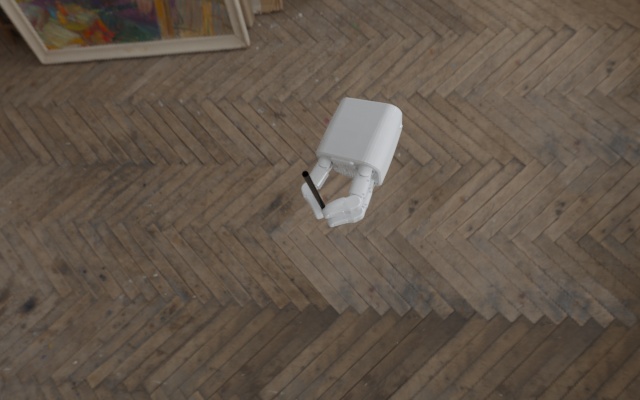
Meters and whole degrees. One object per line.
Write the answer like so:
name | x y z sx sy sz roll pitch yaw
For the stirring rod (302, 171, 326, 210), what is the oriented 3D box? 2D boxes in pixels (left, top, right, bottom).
stirring rod | 0.000 0.002 0.683 0.011 0.011 0.240 0 -16 9
